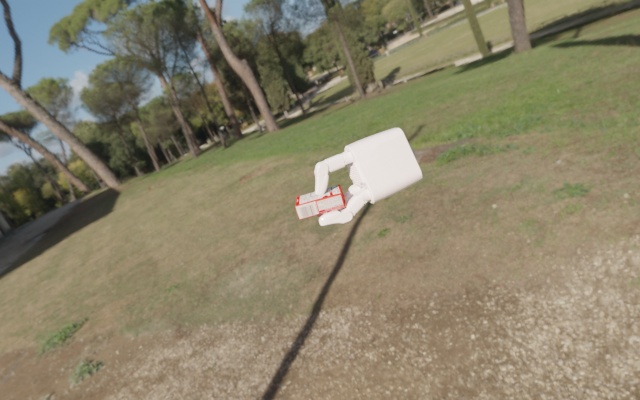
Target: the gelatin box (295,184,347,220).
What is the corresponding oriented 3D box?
[{"bbox_3d":[0.000,0.003,0.876,0.089,0.030,0.073,-15,14,2],"label":"gelatin box"}]
